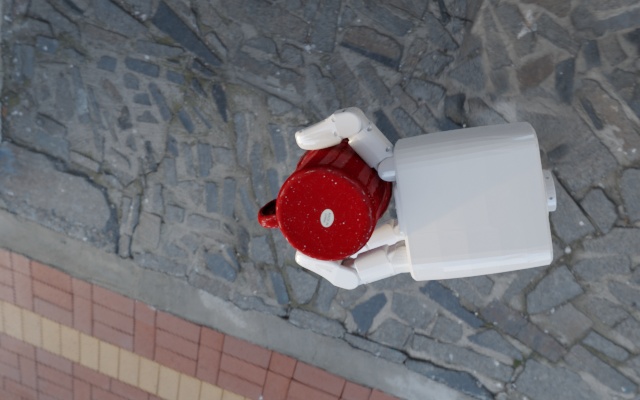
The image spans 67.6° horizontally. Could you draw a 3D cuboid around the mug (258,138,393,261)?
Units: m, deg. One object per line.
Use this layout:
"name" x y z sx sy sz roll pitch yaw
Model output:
"mug" -0.001 0.002 0.410 0.117 0.093 0.081 -10 17 17
